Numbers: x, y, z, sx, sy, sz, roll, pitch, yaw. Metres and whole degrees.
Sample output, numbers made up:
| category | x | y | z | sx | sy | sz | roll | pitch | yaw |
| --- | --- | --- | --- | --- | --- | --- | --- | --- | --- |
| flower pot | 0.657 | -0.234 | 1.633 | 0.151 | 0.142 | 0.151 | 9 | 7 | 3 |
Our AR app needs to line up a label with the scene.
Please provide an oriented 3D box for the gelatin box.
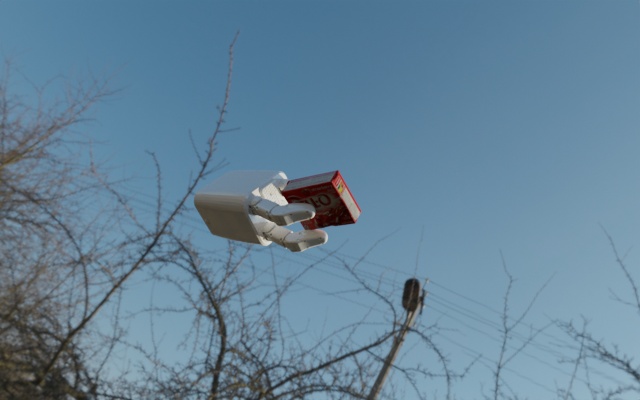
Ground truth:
| category | x | y | z | sx | sy | sz | roll | pitch | yaw |
| --- | --- | --- | --- | --- | --- | --- | --- | --- | --- |
| gelatin box | 0.001 | 0.002 | 0.654 | 0.089 | 0.073 | 0.030 | -10 | 34 | 35 |
